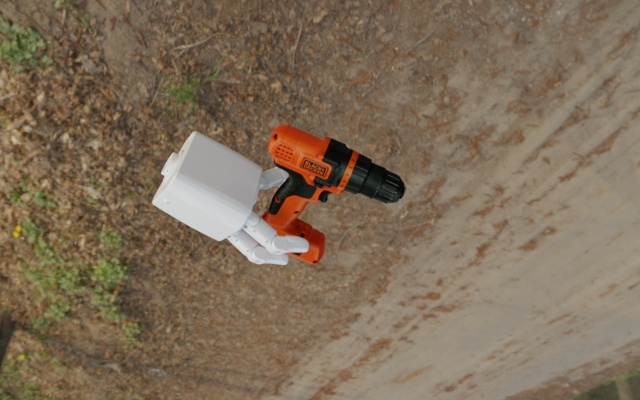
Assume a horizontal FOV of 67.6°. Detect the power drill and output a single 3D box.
[{"bbox_3d":[0.000,0.002,0.651,0.184,0.188,0.057,25,38,-1],"label":"power drill"}]
